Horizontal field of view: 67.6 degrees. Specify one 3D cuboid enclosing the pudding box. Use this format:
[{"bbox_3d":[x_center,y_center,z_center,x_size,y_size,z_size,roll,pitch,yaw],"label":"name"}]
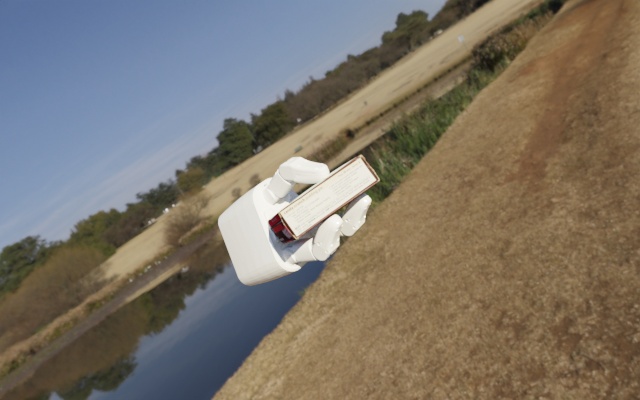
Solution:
[{"bbox_3d":[0.000,0.002,0.528,0.113,0.039,0.090,-37,2,-15],"label":"pudding box"}]
